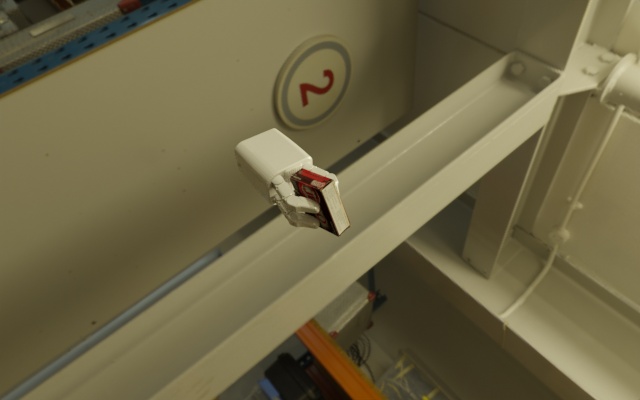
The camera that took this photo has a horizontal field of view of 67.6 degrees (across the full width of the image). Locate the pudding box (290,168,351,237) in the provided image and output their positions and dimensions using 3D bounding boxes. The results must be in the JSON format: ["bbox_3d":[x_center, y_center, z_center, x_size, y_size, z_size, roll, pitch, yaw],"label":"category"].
[{"bbox_3d":[0.000,0.003,0.867,0.039,0.114,0.090,-41,38,-21],"label":"pudding box"}]
